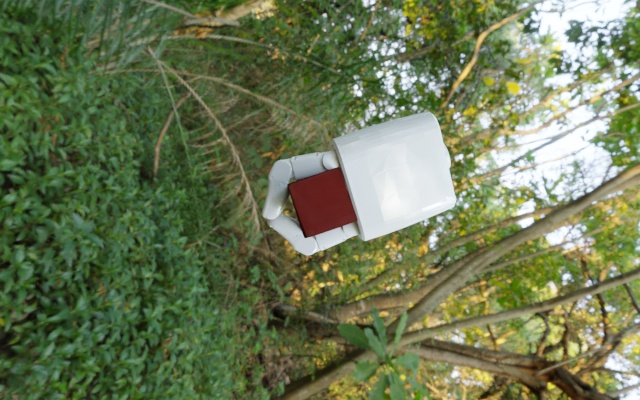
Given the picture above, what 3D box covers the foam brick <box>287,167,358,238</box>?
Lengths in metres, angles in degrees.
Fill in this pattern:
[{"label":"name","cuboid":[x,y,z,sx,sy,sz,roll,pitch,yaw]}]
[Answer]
[{"label":"foam brick","cuboid":[0.000,0.002,0.461,0.051,0.053,0.078,-18,2,-2]}]
